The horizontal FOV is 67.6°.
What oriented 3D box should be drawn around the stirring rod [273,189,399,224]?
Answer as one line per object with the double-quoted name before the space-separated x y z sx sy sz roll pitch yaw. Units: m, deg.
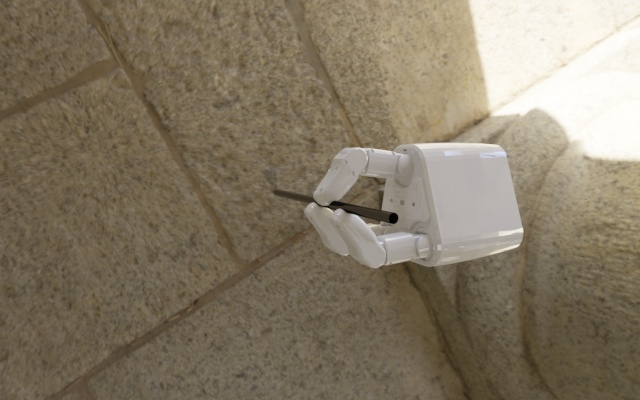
"stirring rod" 0.000 0.001 0.436 0.011 0.011 0.239 0 5 -25
